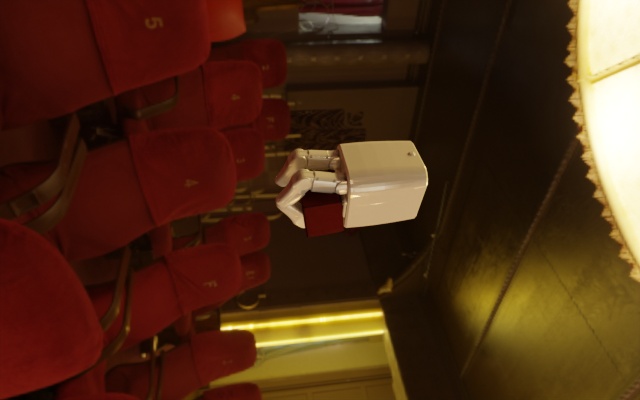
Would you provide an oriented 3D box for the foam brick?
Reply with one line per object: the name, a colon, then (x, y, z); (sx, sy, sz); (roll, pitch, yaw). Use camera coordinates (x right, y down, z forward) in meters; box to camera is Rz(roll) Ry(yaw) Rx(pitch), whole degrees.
foam brick: (0.000, 0.002, 0.644); (0.051, 0.053, 0.078); (-7, 40, -4)
